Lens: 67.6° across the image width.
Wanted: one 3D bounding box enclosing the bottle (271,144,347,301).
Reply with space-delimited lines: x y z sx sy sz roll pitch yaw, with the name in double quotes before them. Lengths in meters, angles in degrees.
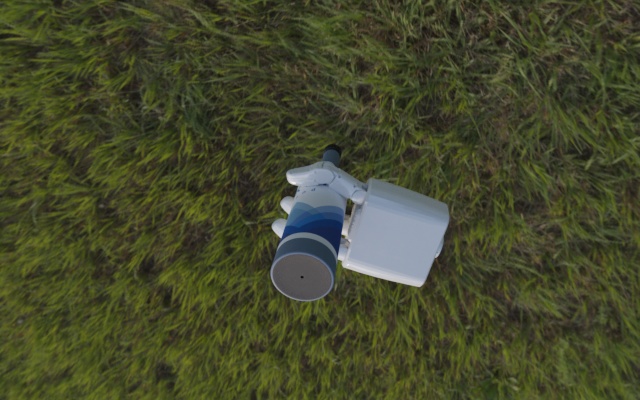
"bottle" 0.000 0.002 0.613 0.069 0.069 0.295 0 32 9
